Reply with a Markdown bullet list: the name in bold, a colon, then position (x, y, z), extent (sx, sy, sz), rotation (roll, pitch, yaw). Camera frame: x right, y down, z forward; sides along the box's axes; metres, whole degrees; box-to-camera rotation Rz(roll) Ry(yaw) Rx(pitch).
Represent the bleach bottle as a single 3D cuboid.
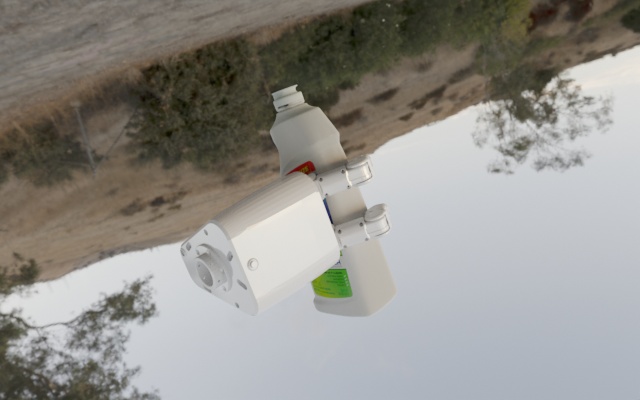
- **bleach bottle**: position (0.000, 0.002, 0.521), extent (0.068, 0.251, 0.102), rotation (-30, 15, -39)
